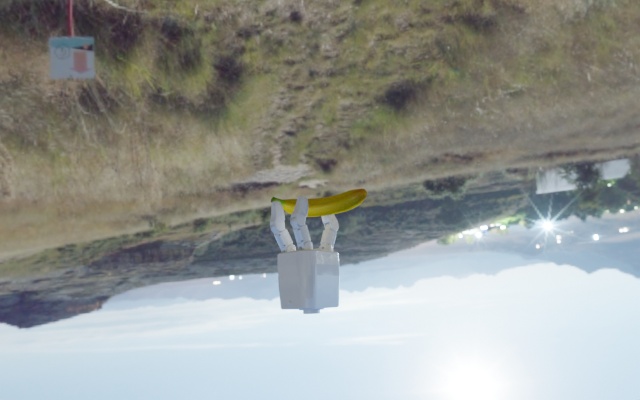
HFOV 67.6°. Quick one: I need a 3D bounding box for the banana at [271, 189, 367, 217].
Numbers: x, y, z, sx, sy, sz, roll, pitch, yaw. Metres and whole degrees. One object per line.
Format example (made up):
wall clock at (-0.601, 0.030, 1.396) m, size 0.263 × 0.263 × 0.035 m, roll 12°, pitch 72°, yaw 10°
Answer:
banana at (0.005, 0.007, 0.911) m, size 0.198 × 0.037 × 0.070 m, roll -7°, pitch -15°, yaw 26°
